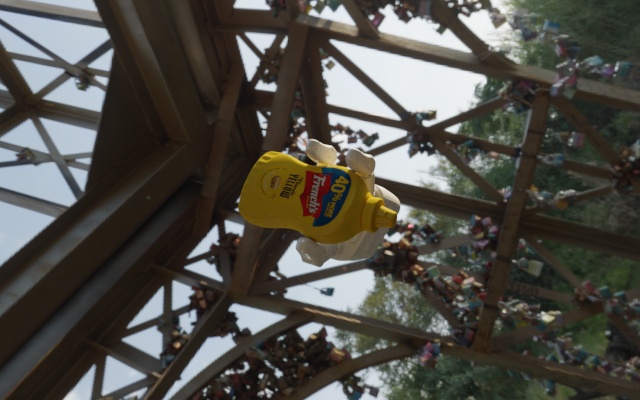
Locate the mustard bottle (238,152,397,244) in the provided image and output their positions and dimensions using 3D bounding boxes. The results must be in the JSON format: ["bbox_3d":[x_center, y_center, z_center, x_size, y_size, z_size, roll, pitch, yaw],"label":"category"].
[{"bbox_3d":[0.000,0.002,0.577,0.191,0.096,0.058,14,-24,25],"label":"mustard bottle"}]
